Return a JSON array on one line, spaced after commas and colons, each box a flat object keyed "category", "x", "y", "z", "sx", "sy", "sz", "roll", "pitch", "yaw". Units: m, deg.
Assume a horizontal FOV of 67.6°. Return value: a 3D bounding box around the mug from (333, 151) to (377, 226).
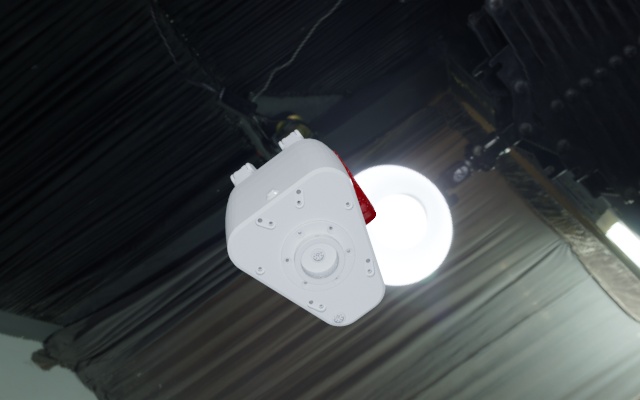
[{"category": "mug", "x": 0.000, "y": 0.001, "z": 0.484, "sx": 0.081, "sy": 0.093, "sz": 0.117, "roll": -34, "pitch": 19, "yaw": 3}]
